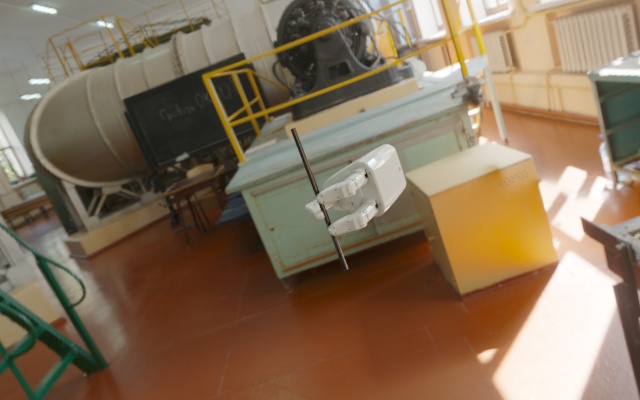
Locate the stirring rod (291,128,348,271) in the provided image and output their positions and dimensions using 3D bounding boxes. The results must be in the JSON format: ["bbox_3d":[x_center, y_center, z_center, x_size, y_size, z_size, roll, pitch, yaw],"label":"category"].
[{"bbox_3d":[0.000,0.002,0.738,0.011,0.239,0.011,-19,15,5],"label":"stirring rod"}]
